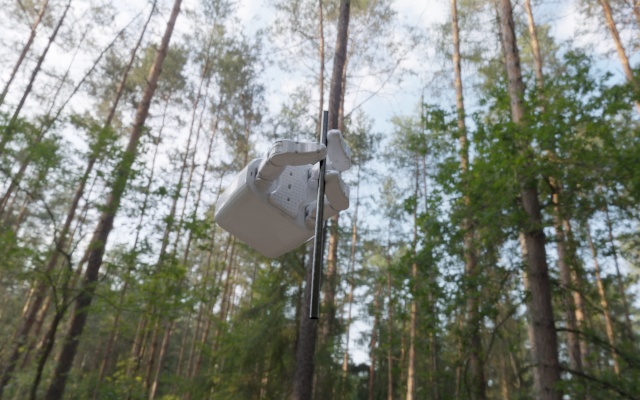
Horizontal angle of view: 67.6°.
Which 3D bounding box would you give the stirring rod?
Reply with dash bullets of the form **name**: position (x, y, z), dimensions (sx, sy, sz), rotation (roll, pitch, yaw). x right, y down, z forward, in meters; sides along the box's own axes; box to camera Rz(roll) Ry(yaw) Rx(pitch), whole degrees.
- **stirring rod**: position (0.000, 0.002, 0.485), dimensions (0.011, 0.239, 0.011), rotation (2, -31, 1)
